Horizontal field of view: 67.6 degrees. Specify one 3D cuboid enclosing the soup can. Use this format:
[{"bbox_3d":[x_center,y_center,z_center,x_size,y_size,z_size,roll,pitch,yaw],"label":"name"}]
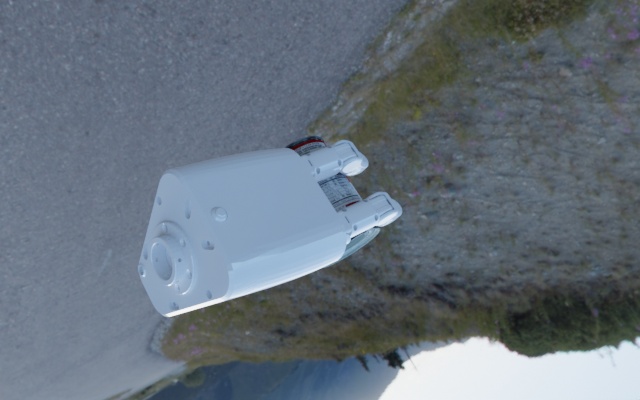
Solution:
[{"bbox_3d":[0.000,0.002,0.437,0.068,0.102,0.068,-30,-16,-9],"label":"soup can"}]
